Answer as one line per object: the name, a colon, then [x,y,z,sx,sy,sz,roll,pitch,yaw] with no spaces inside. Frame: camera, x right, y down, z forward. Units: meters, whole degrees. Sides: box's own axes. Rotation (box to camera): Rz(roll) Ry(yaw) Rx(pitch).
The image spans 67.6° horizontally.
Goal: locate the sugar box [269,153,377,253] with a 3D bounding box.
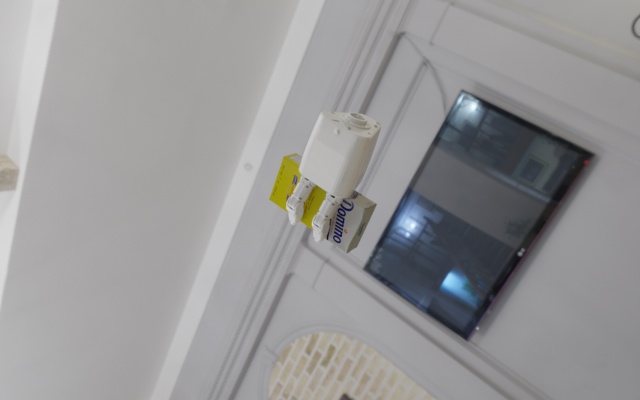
sugar box: [0.000,0.003,0.814,0.176,0.093,0.048,34,30,24]
